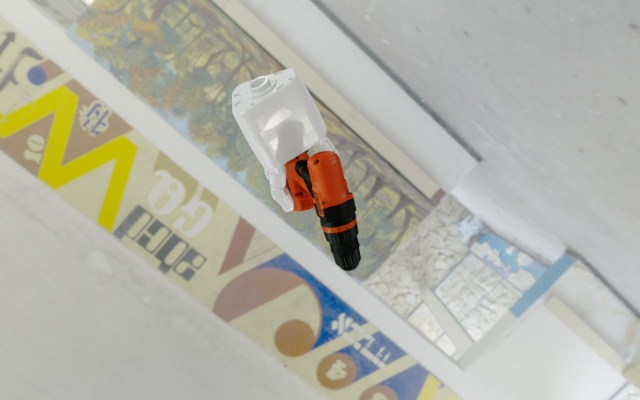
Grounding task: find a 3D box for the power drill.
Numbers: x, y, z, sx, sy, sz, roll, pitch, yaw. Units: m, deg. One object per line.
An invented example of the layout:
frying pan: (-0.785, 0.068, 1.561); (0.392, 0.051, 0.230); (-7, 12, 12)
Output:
power drill: (0.000, 0.002, 0.746); (0.057, 0.184, 0.187); (-19, 20, -18)
